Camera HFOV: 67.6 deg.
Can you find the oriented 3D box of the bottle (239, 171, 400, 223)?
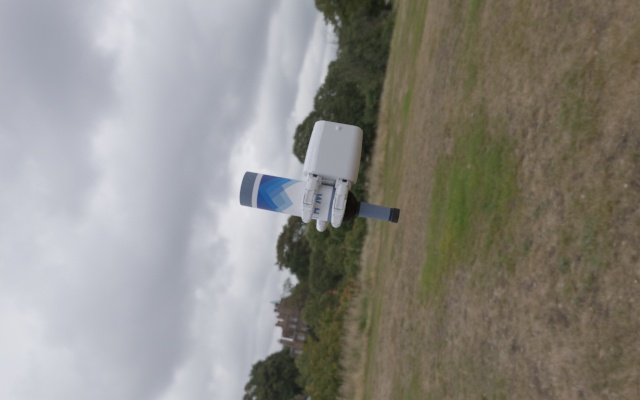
[{"bbox_3d":[0.000,0.003,0.893,0.296,0.069,0.069,10,0,3],"label":"bottle"}]
